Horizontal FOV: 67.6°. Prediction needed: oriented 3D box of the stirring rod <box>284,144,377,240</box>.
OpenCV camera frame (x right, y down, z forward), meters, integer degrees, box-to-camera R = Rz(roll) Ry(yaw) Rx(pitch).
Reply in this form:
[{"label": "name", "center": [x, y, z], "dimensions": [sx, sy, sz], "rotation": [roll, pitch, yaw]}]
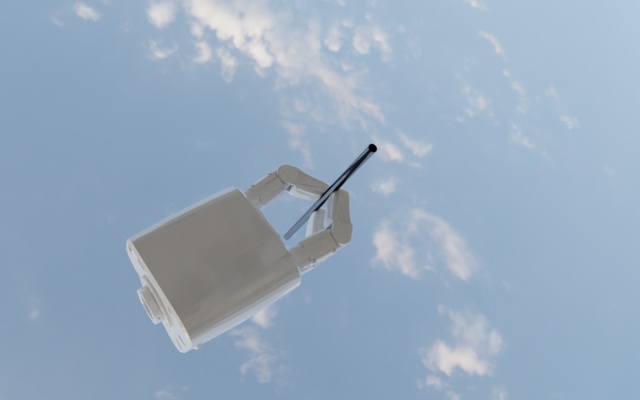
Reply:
[{"label": "stirring rod", "center": [0.000, 0.002, 0.485], "dimensions": [0.011, 0.011, 0.240], "rotation": [0, -21, -22]}]
